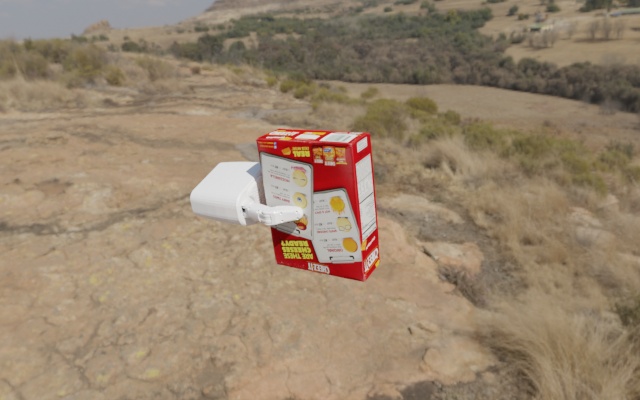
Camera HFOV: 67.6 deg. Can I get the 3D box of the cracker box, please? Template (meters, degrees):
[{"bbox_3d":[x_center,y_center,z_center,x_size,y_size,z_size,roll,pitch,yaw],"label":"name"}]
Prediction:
[{"bbox_3d":[0.000,0.002,0.725,0.164,0.214,0.072,7,26,31],"label":"cracker box"}]
